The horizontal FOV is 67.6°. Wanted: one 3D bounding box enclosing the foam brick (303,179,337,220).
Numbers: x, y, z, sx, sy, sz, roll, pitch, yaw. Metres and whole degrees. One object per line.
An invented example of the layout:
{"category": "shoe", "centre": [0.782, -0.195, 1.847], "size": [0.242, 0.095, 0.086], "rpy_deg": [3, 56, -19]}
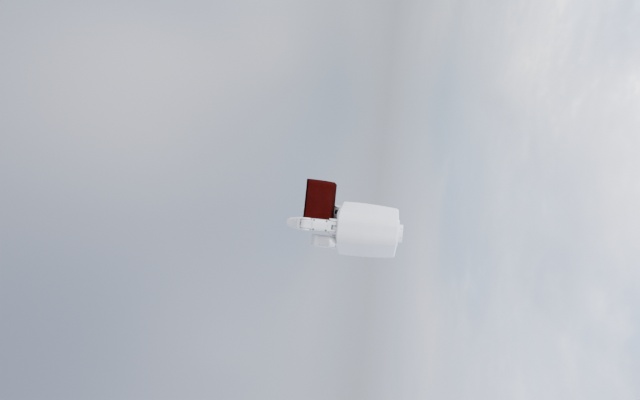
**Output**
{"category": "foam brick", "centre": [0.000, 0.003, 0.881], "size": [0.051, 0.078, 0.053], "rpy_deg": [5, -3, 8]}
